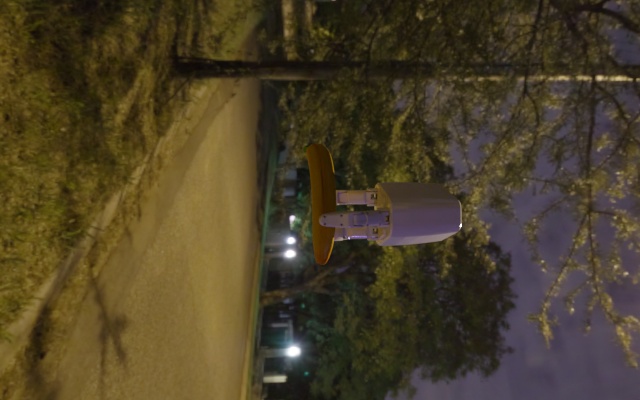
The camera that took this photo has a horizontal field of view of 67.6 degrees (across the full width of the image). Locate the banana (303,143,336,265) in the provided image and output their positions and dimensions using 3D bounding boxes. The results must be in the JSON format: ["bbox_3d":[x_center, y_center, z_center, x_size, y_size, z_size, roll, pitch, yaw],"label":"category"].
[{"bbox_3d":[0.002,-0.008,0.704,0.037,0.197,0.070,-2,-23,-9],"label":"banana"}]
